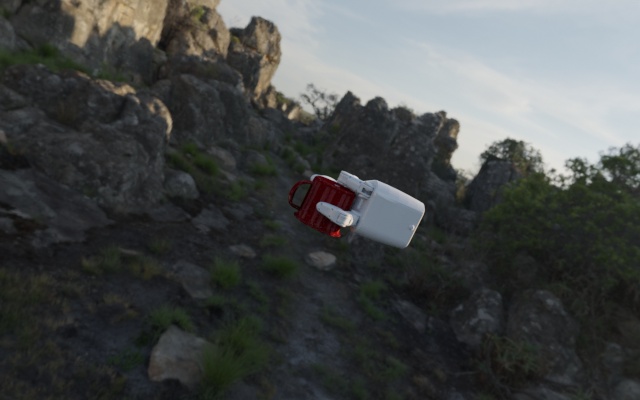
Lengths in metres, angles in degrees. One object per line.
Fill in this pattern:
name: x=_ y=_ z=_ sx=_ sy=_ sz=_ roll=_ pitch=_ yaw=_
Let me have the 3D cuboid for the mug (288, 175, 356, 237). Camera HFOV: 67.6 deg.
mug: x=-0.001 y=0.002 z=0.845 sx=0.117 sy=0.081 sz=0.093 roll=23 pitch=9 yaw=-16
